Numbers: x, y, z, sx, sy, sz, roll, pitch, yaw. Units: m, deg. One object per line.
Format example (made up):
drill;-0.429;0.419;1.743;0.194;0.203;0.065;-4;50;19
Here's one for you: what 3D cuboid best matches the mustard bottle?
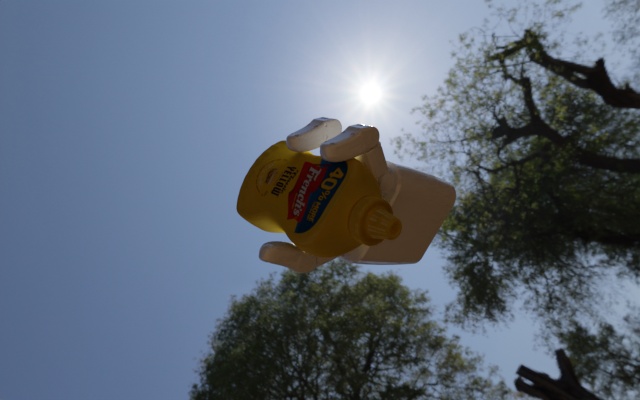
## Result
mustard bottle;0.000;0.001;0.447;0.191;0.096;0.058;21;-16;49
